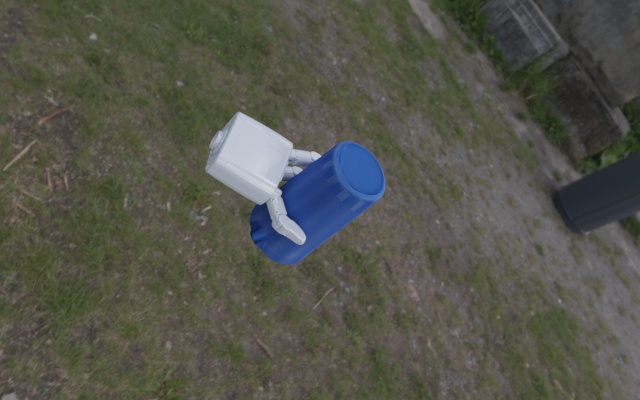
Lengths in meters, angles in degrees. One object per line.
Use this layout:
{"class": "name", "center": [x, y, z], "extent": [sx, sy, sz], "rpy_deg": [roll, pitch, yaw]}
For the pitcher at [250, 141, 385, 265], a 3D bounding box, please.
{"class": "pitcher", "center": [0.000, 0.003, 0.820], "extent": [0.145, 0.149, 0.243], "rpy_deg": [32, -44, -22]}
